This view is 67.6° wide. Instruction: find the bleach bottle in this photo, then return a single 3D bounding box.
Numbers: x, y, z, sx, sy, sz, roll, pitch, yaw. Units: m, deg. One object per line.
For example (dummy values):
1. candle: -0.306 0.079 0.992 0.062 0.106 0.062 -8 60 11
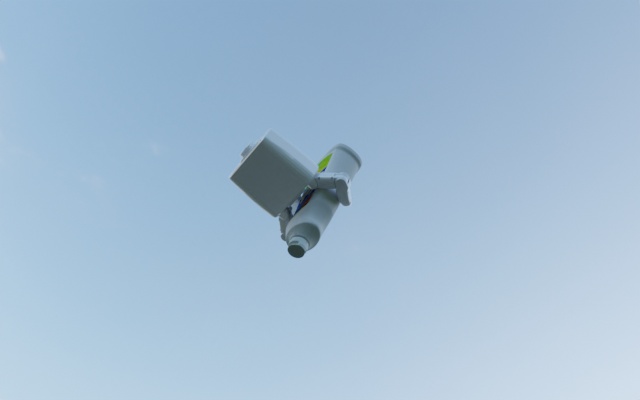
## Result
1. bleach bottle: 0.000 0.003 0.828 0.103 0.068 0.250 -41 15 36
